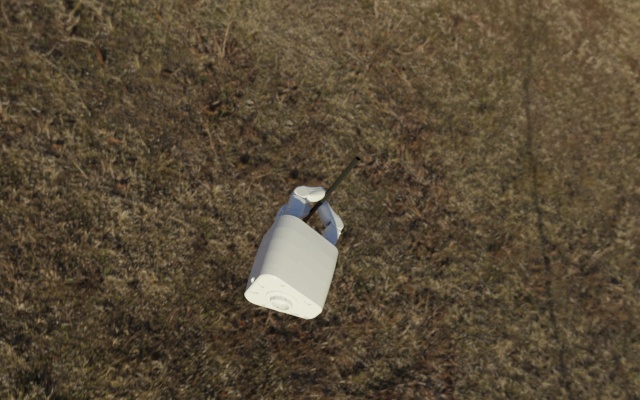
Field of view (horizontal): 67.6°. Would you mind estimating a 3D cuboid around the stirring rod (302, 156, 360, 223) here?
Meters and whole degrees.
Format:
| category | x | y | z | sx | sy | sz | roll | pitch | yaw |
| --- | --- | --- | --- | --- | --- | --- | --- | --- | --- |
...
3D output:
| category | x | y | z | sx | sy | sz | roll | pitch | yaw |
| --- | --- | --- | --- | --- | --- | --- | --- | --- | --- |
| stirring rod | 0.000 | 0.003 | 0.767 | 0.011 | 0.011 | 0.240 | 0 | -31 | -31 |
